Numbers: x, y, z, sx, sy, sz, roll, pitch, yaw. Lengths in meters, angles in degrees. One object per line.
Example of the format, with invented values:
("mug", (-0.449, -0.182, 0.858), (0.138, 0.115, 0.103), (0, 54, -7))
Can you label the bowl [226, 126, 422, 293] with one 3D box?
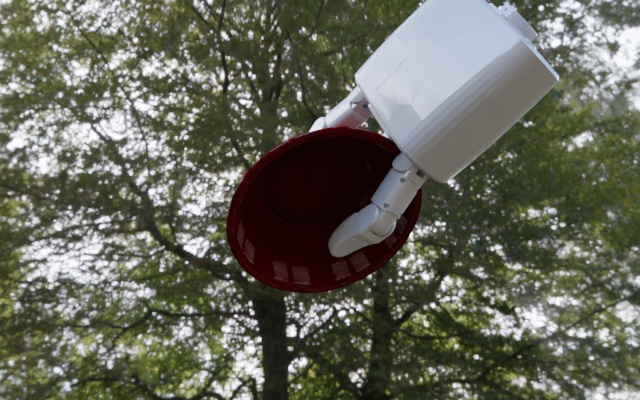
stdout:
("bowl", (-0.001, 0.002, 0.402), (0.162, 0.162, 0.055), (0, 33, -18))
